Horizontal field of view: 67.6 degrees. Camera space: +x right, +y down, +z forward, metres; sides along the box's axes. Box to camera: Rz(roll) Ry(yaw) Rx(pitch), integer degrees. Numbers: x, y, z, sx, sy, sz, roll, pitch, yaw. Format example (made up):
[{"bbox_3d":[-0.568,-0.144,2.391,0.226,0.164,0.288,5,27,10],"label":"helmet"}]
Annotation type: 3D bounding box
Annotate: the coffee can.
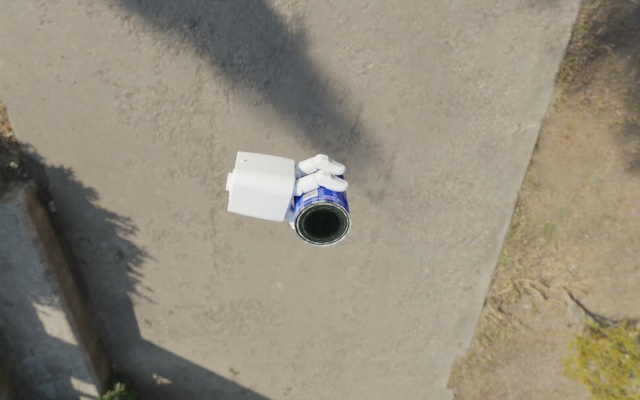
[{"bbox_3d":[0.000,0.003,0.894,0.103,0.103,0.140,0,35,-4],"label":"coffee can"}]
